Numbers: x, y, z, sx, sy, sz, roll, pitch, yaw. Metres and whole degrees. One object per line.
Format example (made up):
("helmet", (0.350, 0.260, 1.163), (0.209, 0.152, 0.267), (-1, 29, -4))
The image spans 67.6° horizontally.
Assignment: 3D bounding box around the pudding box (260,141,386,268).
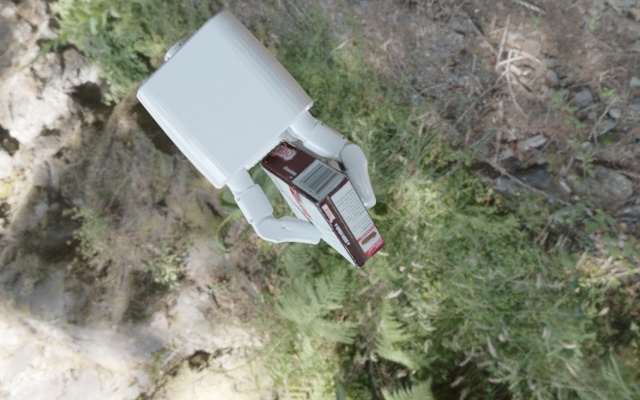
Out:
("pudding box", (0.000, 0.002, 0.444), (0.039, 0.090, 0.113), (-41, 37, -9))
